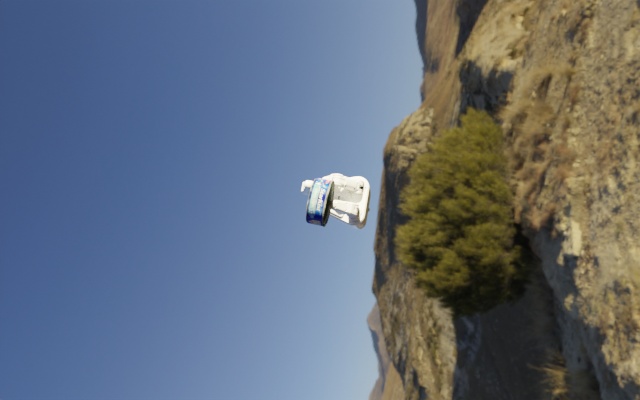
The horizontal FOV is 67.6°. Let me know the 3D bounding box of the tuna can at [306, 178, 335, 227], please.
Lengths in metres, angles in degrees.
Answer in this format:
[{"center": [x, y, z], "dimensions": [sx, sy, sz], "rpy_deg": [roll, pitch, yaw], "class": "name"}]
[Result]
[{"center": [0.000, 0.003, 0.865], "dimensions": [0.034, 0.086, 0.086], "rpy_deg": [12, 2, 9], "class": "tuna can"}]
